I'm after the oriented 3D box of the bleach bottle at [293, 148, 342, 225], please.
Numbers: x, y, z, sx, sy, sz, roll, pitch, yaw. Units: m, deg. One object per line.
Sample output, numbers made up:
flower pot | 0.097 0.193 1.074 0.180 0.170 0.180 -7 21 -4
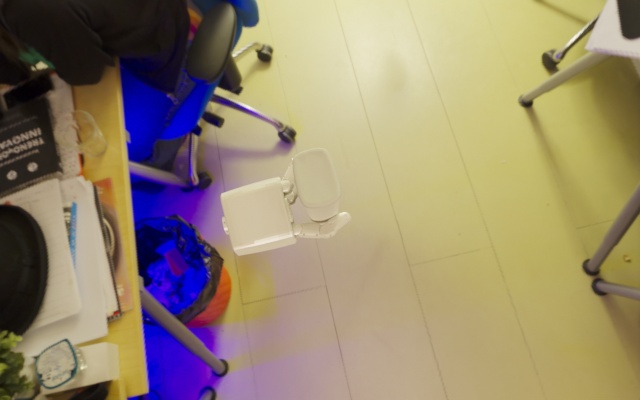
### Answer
bleach bottle | 0.000 0.003 0.850 0.068 0.102 0.251 -14 -20 -1
